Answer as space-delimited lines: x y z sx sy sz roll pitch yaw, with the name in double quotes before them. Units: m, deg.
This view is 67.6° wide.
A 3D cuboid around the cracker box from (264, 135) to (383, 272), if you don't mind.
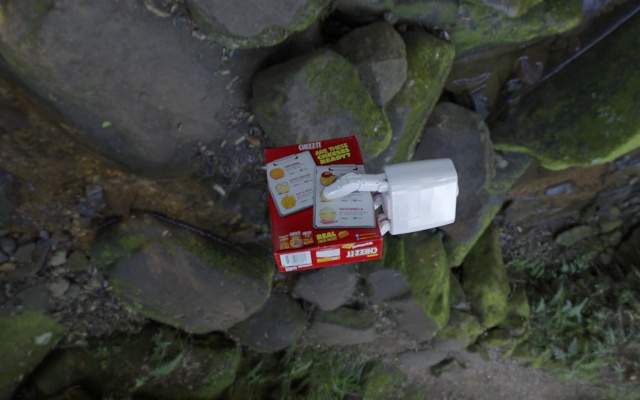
"cracker box" 0.000 0.003 0.784 0.164 0.213 0.072 -9 -37 -2
